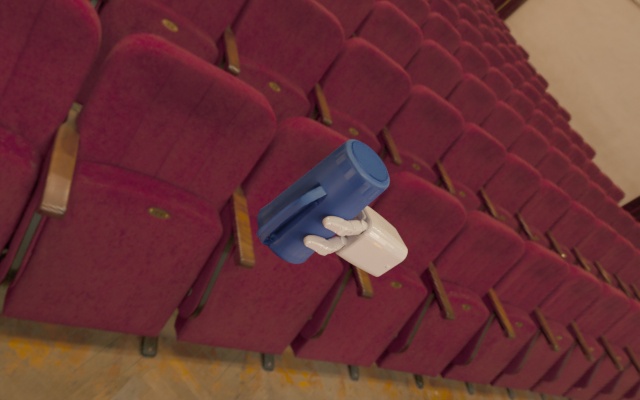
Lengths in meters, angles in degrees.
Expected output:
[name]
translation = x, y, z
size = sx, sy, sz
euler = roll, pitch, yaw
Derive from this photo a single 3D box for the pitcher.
[pitcher]
translation = 0.000, 0.003, 0.867
size = 0.145, 0.149, 0.243
euler = 34, -58, -25
